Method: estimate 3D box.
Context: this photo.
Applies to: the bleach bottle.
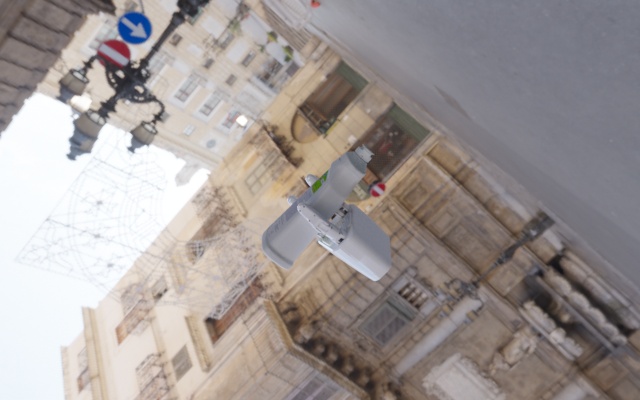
[{"bbox_3d":[0.000,0.003,0.849,0.068,0.251,0.102,40,11,-19],"label":"bleach bottle"}]
